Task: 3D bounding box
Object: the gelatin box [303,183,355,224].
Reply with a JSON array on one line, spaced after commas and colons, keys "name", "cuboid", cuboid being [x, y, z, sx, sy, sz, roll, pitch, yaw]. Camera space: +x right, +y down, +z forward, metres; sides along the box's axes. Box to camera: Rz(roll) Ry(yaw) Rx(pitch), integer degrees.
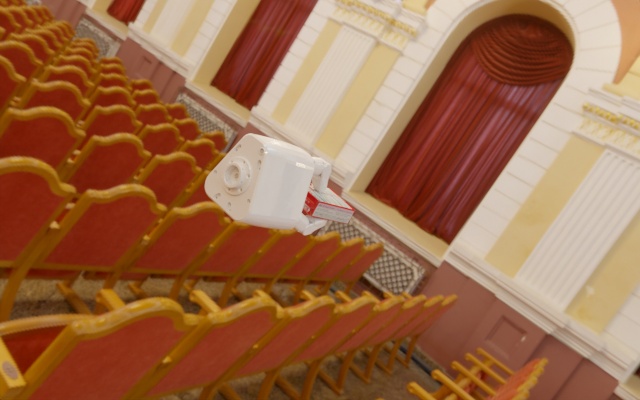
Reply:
[{"name": "gelatin box", "cuboid": [0.001, 0.002, 0.758, 0.089, 0.030, 0.073, 13, 21, -44]}]
